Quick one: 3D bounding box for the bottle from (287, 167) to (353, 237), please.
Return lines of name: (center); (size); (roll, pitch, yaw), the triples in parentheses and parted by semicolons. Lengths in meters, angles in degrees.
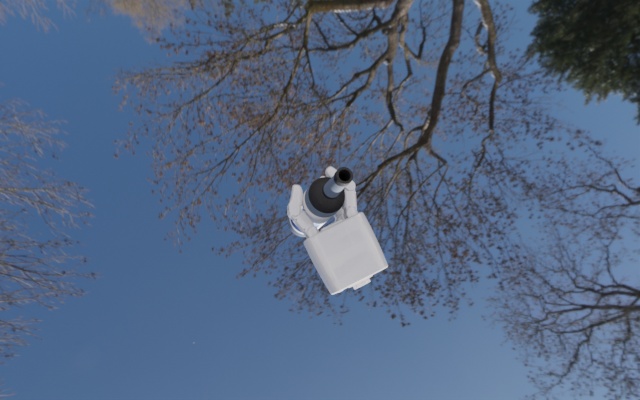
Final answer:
bottle: (0.000, 0.003, 0.853); (0.069, 0.069, 0.296); (0, -16, -15)
